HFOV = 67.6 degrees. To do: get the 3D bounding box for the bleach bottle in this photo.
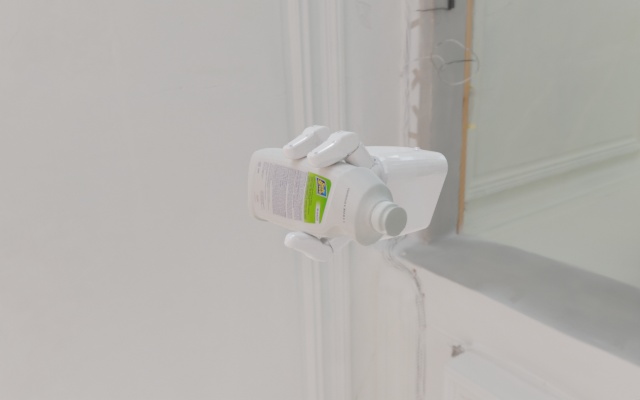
[{"bbox_3d":[0.000,0.002,0.543,0.068,0.102,0.250,-7,16,-33],"label":"bleach bottle"}]
